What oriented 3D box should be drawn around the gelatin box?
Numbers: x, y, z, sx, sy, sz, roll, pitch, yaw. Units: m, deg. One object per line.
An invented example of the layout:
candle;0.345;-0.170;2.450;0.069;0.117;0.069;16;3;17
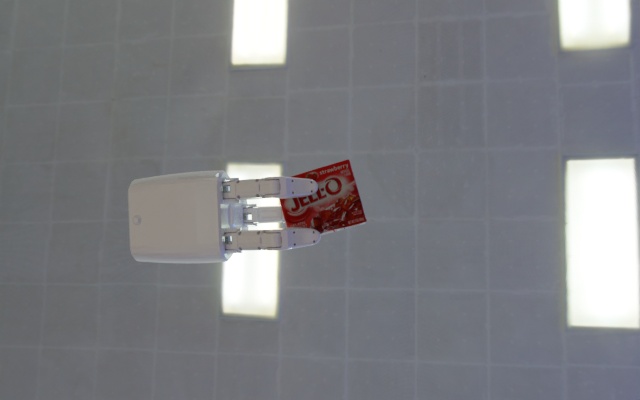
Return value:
gelatin box;0.000;0.002;0.540;0.089;0.073;0.030;-16;-7;2
